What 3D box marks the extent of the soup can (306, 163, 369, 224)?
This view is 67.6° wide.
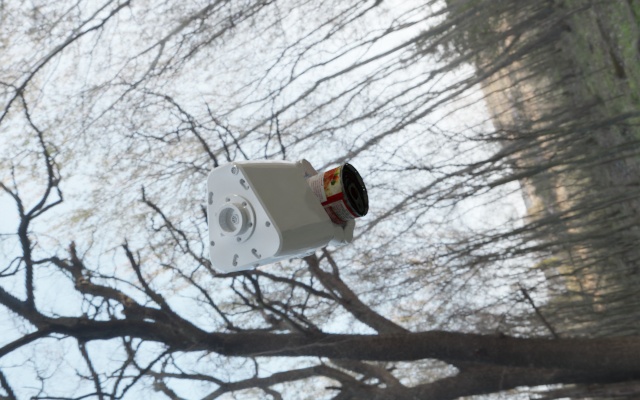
[{"bbox_3d":[0.000,0.002,0.595,0.102,0.068,0.068,-20,-9,27],"label":"soup can"}]
